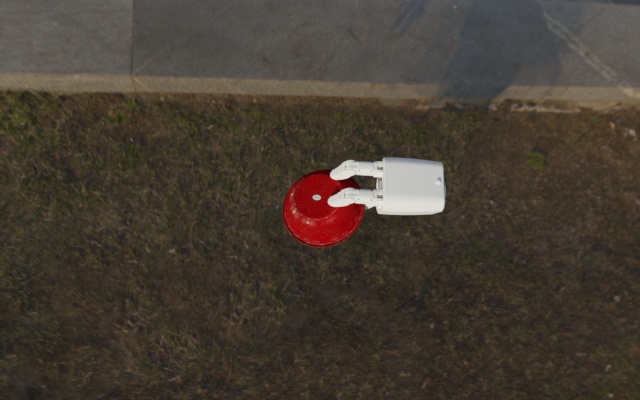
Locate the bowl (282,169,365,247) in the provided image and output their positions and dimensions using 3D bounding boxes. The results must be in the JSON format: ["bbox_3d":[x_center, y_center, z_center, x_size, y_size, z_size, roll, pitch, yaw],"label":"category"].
[{"bbox_3d":[-0.001,0.003,0.893,0.162,0.162,0.055,0,-23,13],"label":"bowl"}]
